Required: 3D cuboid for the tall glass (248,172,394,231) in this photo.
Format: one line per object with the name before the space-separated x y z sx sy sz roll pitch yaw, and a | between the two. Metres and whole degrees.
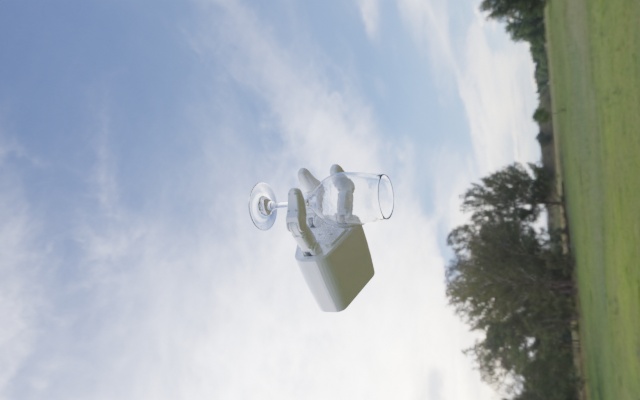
tall glass | -0.001 0.002 0.682 0.201 0.079 0.079 -5 -2 28
